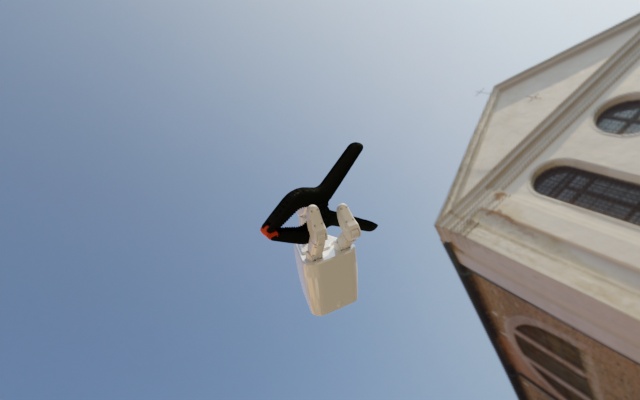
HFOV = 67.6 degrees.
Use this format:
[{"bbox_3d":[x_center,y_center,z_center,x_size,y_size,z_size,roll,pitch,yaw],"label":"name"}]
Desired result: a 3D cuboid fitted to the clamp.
[{"bbox_3d":[-0.001,0.003,0.774,0.210,0.165,0.036,-18,23,-25],"label":"clamp"}]
